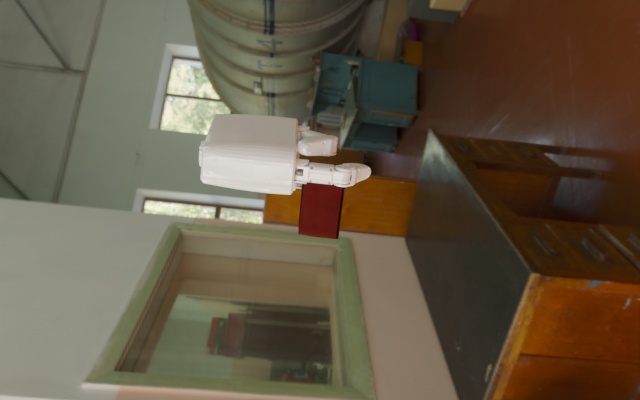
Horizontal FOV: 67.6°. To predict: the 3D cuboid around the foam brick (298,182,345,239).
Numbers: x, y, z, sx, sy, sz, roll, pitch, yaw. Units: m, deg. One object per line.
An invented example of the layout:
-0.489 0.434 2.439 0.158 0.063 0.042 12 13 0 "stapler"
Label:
0.000 0.002 0.607 0.051 0.078 0.053 5 18 -5 "foam brick"
